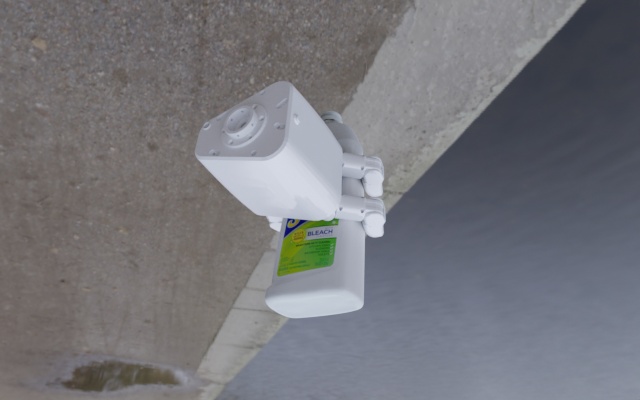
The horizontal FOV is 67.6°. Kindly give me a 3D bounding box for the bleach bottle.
[{"bbox_3d":[0.000,0.002,0.551,0.102,0.250,0.068,-12,-35,22],"label":"bleach bottle"}]
